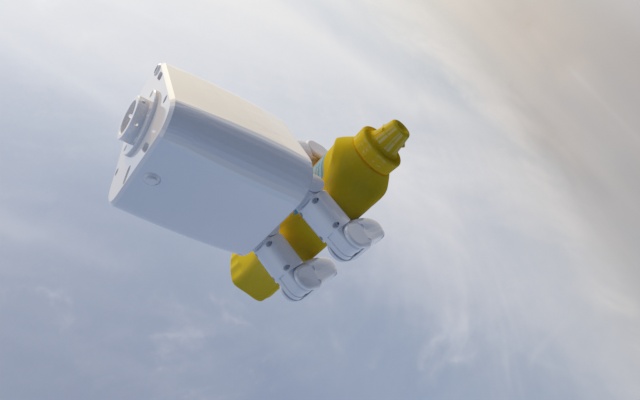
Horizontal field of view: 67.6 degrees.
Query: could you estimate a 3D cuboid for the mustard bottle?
[{"bbox_3d":[0.000,0.002,0.406,0.192,0.058,0.096,-43,15,29],"label":"mustard bottle"}]
